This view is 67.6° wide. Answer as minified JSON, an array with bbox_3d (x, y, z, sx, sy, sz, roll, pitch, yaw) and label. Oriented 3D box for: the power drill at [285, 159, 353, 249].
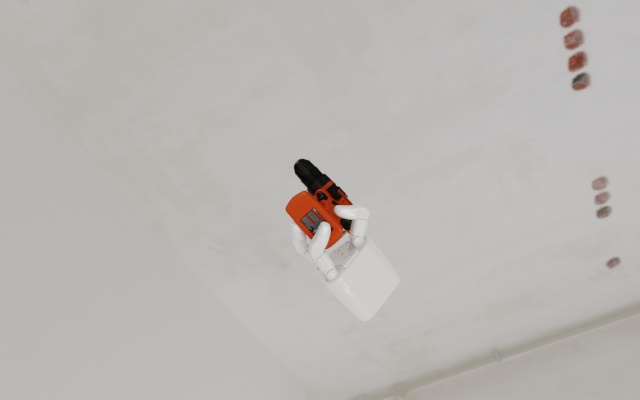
[{"bbox_3d":[0.000,0.003,0.880,0.057,0.184,0.187,-45,-1,20],"label":"power drill"}]
